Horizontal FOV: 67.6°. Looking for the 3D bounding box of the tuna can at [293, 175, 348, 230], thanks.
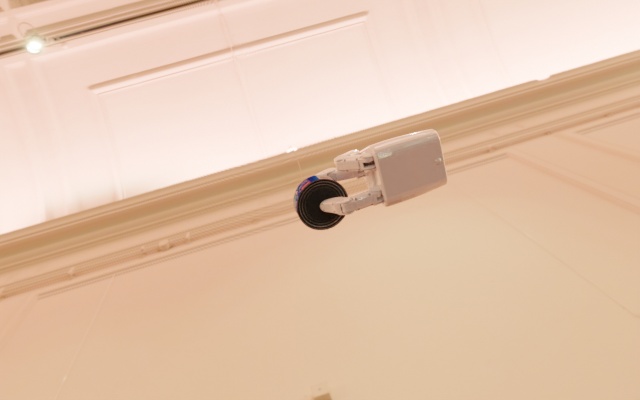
[{"bbox_3d":[0.000,0.002,0.770,0.086,0.086,0.033,0,17,-16],"label":"tuna can"}]
